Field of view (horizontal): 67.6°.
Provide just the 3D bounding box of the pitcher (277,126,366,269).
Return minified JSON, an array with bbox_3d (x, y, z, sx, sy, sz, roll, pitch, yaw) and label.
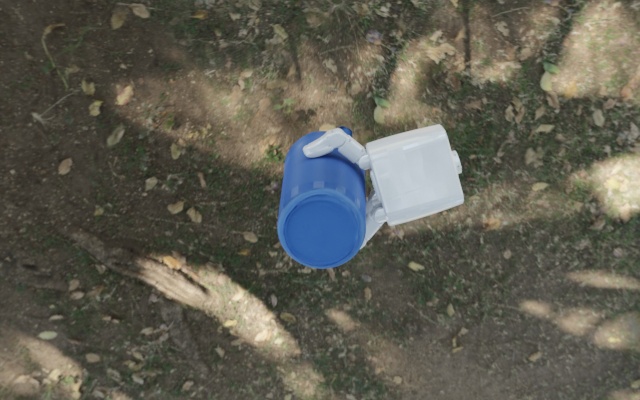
[{"bbox_3d":[0.000,0.002,0.682,0.145,0.149,0.242,-17,21,9],"label":"pitcher"}]
